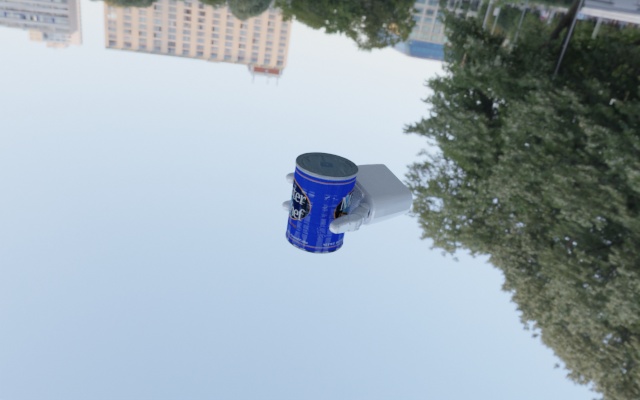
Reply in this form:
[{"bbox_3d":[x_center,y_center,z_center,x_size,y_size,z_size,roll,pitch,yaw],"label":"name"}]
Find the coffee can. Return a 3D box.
[{"bbox_3d":[0.000,0.003,0.797,0.103,0.140,0.102,8,25,-4],"label":"coffee can"}]
